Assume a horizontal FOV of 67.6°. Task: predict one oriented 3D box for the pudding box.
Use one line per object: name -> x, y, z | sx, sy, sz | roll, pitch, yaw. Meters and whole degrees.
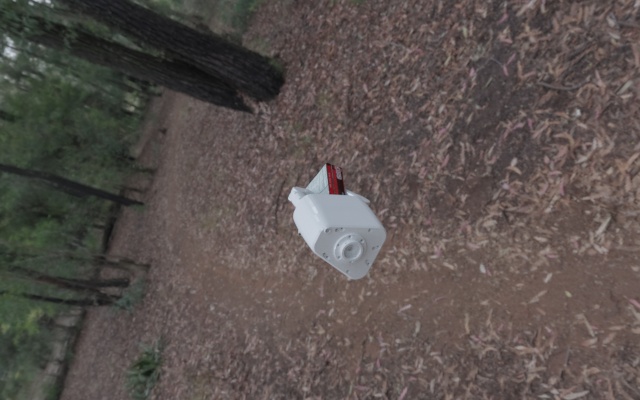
pudding box -> 0.000, 0.003, 0.842 | 0.039, 0.090, 0.113 | 20, -46, -25
